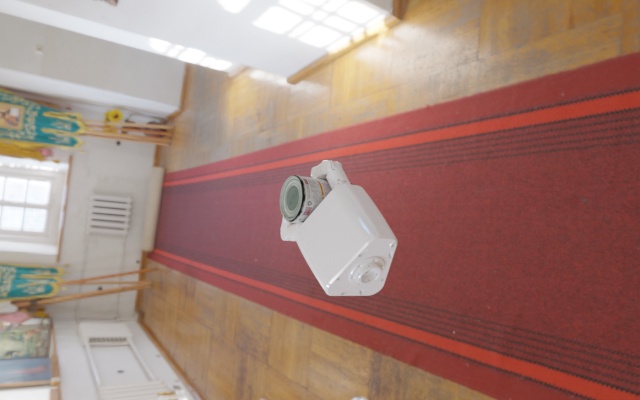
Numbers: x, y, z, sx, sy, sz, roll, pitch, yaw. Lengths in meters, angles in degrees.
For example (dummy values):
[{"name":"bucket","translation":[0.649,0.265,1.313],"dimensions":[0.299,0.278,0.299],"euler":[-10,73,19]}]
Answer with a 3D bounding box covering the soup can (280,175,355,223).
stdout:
[{"name":"soup can","translation":[0.000,0.002,0.698],"dimensions":[0.102,0.068,0.068],"euler":[7,-4,-33]}]
